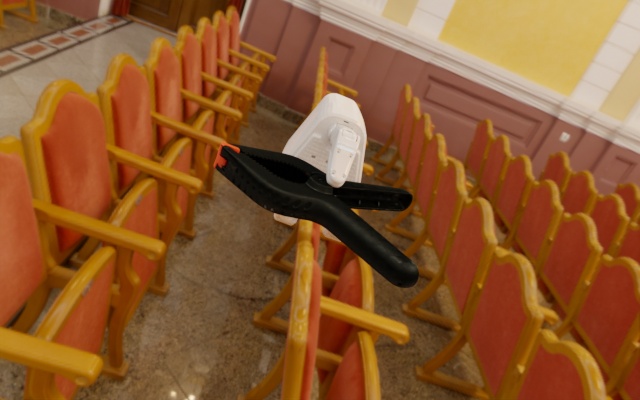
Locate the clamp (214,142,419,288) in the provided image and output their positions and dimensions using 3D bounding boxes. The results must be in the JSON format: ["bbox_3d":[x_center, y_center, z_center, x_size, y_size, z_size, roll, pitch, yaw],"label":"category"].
[{"bbox_3d":[0.000,0.000,0.445,0.210,0.036,0.164,20,25,-8],"label":"clamp"}]
